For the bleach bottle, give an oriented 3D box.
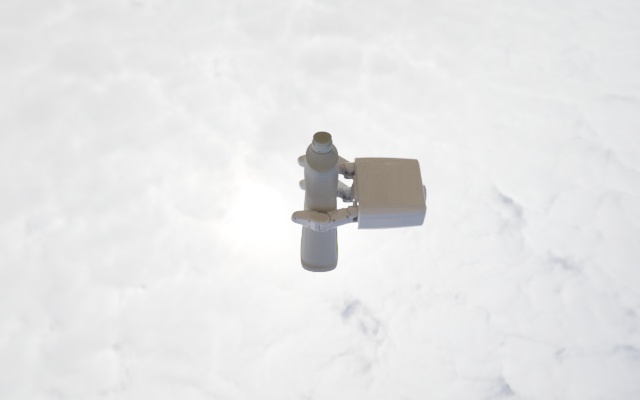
[{"bbox_3d":[0.000,0.002,0.767,0.068,0.102,0.251,0,-44,-1],"label":"bleach bottle"}]
